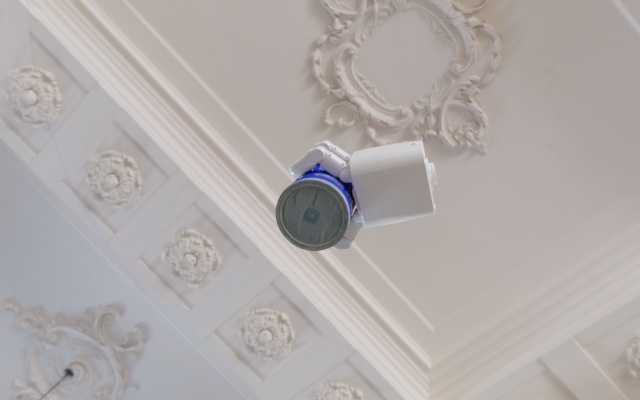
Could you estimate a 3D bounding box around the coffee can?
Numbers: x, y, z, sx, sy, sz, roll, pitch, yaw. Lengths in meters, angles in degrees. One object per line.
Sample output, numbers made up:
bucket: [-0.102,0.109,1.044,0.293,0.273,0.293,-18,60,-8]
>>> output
coffee can: [0.000,0.002,0.711,0.103,0.103,0.140,0,16,10]
